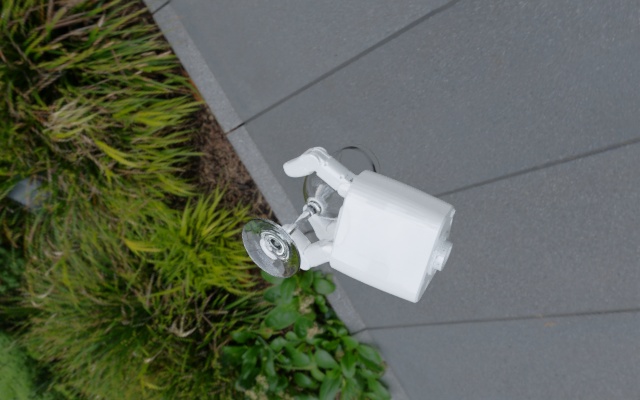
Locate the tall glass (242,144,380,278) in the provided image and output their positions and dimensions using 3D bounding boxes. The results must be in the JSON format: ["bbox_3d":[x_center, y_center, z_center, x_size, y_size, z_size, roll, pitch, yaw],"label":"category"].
[{"bbox_3d":[0.000,0.002,0.563,0.079,0.079,0.201,0,30,36],"label":"tall glass"}]
